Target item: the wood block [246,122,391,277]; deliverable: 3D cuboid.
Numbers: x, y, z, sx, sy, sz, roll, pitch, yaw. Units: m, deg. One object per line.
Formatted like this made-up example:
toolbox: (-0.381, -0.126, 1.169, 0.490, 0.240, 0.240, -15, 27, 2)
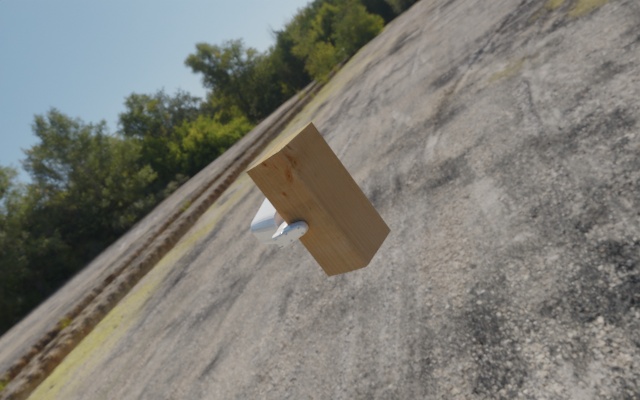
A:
wood block: (0.000, 0.003, 0.713, 0.090, 0.206, 0.090, -24, 18, 47)
